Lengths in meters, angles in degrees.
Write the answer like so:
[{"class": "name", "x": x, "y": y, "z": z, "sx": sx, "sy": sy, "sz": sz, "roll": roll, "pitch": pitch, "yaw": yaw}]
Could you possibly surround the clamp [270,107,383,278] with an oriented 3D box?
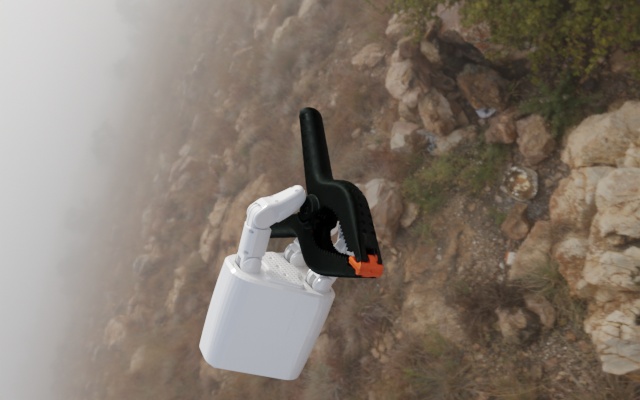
[{"class": "clamp", "x": 0.000, "y": 0.002, "z": 0.480, "sx": 0.036, "sy": 0.164, "sz": 0.210, "roll": 11, "pitch": 16, "yaw": -34}]
